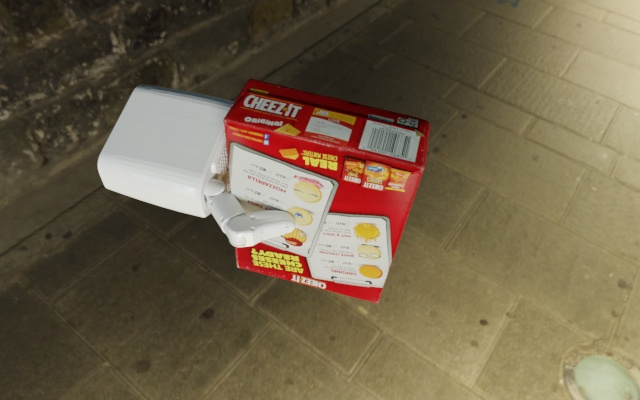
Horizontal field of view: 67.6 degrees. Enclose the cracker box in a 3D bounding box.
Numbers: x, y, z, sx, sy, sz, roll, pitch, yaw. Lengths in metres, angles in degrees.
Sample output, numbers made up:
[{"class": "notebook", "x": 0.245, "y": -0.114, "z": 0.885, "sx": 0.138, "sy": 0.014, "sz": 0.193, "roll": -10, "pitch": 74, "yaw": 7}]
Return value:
[{"class": "cracker box", "x": 0.000, "y": 0.002, "z": 0.466, "sx": 0.164, "sy": 0.072, "sz": 0.214, "roll": 14, "pitch": -40, "yaw": 6}]
